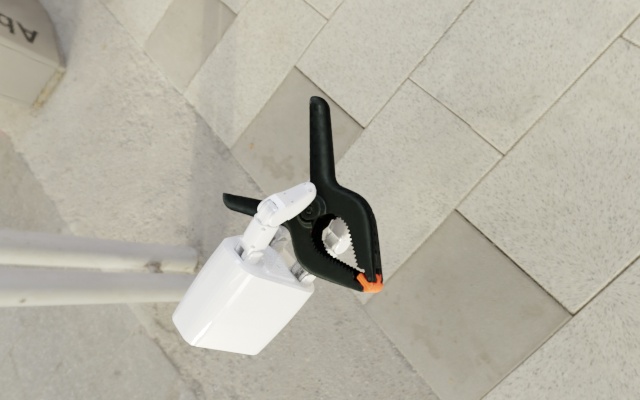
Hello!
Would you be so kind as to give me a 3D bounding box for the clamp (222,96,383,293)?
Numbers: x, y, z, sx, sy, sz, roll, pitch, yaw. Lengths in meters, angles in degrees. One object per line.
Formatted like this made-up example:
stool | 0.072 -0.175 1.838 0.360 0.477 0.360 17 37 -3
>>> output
clamp | 0.000 0.002 0.489 0.210 0.164 0.036 45 15 29
